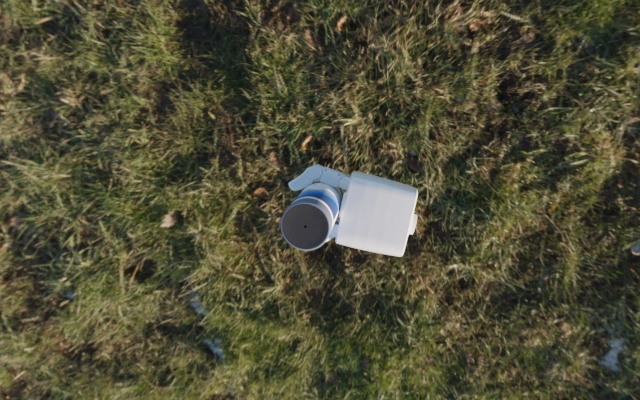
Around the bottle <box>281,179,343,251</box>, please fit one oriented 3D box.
[{"bbox_3d":[0.000,0.003,0.764,0.069,0.069,0.295,0,12,8],"label":"bottle"}]
